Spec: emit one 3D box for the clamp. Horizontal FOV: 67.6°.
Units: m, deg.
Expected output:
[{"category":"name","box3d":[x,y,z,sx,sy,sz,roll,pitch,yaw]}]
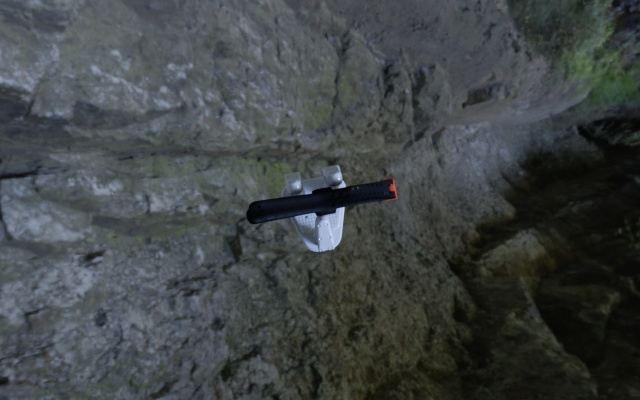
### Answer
[{"category":"clamp","box3d":[0.001,0.003,0.623,0.210,0.036,0.164,-10,-1,-3]}]
